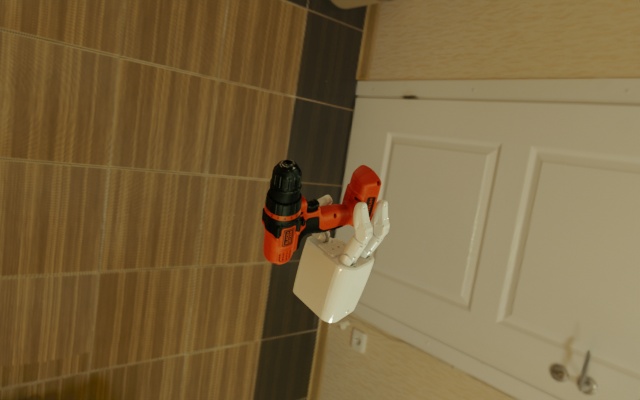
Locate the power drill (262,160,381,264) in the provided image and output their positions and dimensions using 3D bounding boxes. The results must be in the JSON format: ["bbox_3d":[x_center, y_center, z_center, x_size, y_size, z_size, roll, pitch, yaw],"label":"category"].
[{"bbox_3d":[0.000,0.003,0.726,0.187,0.185,0.057,-15,47,-28],"label":"power drill"}]
